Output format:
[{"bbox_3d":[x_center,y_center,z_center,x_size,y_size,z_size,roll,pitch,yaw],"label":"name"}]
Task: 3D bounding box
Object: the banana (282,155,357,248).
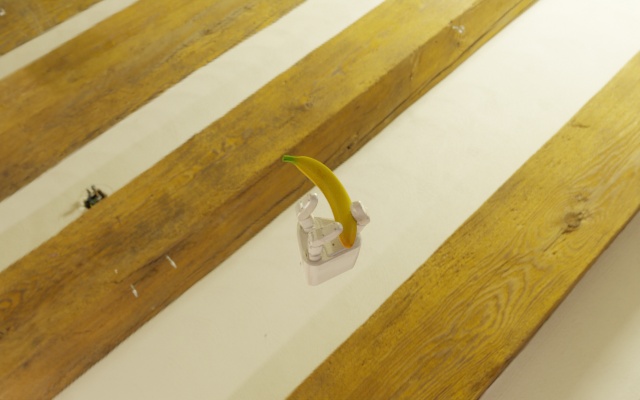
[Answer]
[{"bbox_3d":[0.013,-0.008,0.808,0.069,0.197,0.037,-28,-22,-25],"label":"banana"}]
